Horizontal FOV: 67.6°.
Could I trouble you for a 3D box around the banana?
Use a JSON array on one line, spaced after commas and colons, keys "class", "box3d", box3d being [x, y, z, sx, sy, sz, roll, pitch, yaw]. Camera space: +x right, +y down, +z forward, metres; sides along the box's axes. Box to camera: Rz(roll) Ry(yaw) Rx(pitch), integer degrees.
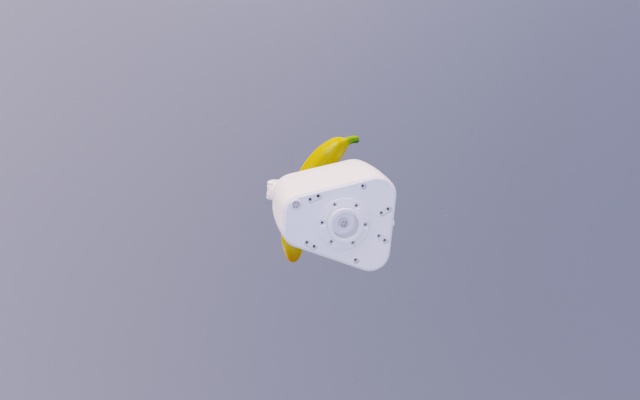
[{"class": "banana", "box3d": [-0.012, -0.007, 0.639, 0.070, 0.198, 0.037, 23, 8, -39]}]
